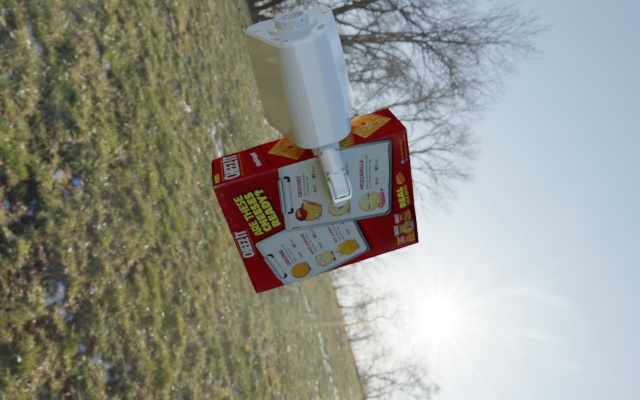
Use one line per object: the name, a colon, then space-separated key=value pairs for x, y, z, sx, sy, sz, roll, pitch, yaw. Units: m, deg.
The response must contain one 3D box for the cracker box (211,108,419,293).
cracker box: x=0.000 y=0.002 z=0.565 sx=0.213 sy=0.164 sz=0.072 roll=-17 pitch=35 yaw=-4
